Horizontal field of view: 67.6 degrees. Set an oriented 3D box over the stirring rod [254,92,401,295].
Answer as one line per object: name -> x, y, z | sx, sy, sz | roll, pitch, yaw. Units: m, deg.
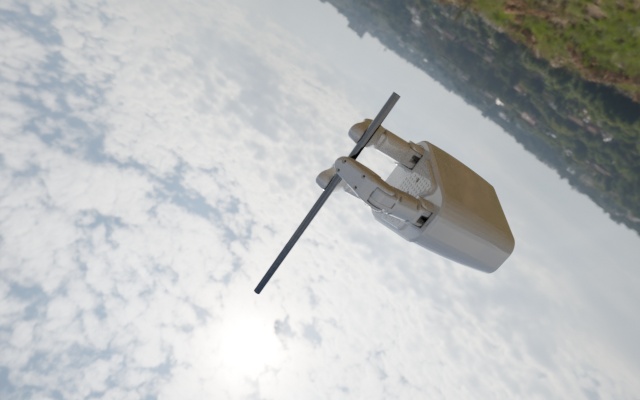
stirring rod -> 0.000, 0.001, 0.449 | 0.011, 0.239, 0.011 | 31, 21, -13
